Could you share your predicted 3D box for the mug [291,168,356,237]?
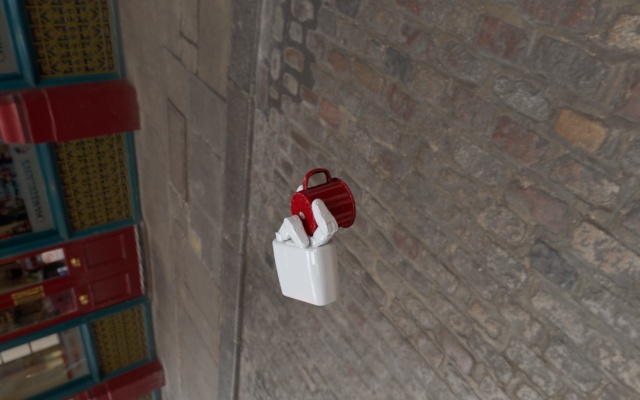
[{"bbox_3d":[0.000,0.001,0.825,0.081,0.117,0.093,-17,17,-30],"label":"mug"}]
